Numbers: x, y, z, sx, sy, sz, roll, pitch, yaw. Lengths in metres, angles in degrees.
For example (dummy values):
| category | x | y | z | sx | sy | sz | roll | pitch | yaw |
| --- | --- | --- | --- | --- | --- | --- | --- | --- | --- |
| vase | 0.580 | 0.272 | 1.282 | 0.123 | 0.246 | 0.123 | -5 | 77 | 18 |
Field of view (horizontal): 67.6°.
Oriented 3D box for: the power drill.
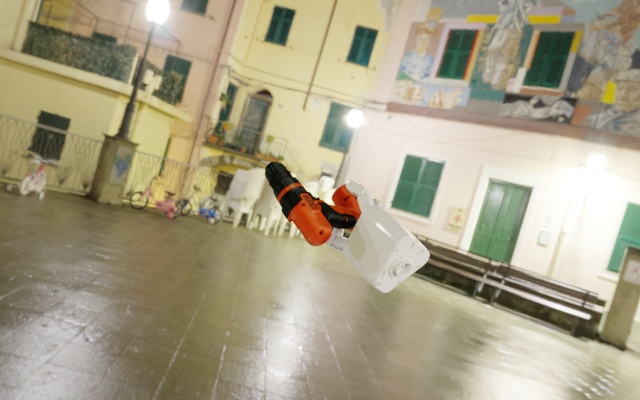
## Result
| category | x | y | z | sx | sy | sz | roll | pitch | yaw |
| --- | --- | --- | --- | --- | --- | --- | --- | --- | --- |
| power drill | 0.001 | 0.003 | 0.877 | 0.187 | 0.184 | 0.057 | 0 | -43 | -48 |
